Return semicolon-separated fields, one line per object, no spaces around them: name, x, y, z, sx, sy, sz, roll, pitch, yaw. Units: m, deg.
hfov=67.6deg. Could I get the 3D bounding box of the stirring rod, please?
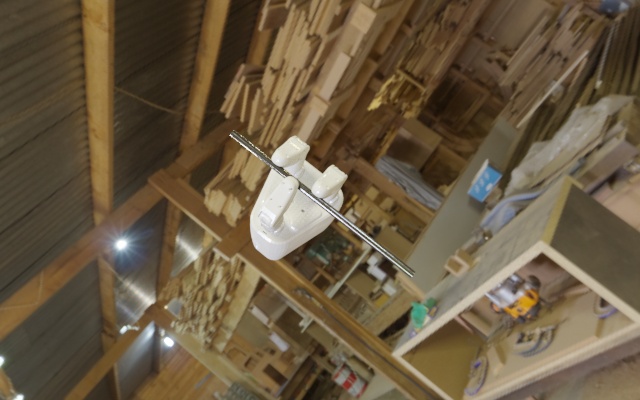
stirring rod;0.000;0.002;0.498;0.239;0.011;0.011;38;5;6
